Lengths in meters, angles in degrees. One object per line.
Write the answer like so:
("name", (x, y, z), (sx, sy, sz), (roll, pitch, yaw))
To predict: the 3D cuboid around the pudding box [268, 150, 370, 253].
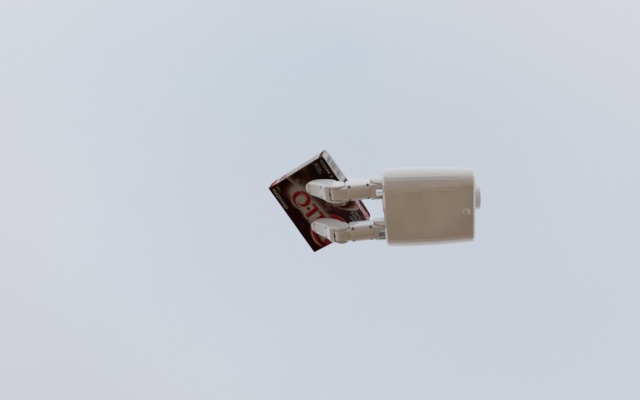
("pudding box", (0.000, 0.002, 0.640), (0.090, 0.113, 0.039), (-30, 12, 21))
